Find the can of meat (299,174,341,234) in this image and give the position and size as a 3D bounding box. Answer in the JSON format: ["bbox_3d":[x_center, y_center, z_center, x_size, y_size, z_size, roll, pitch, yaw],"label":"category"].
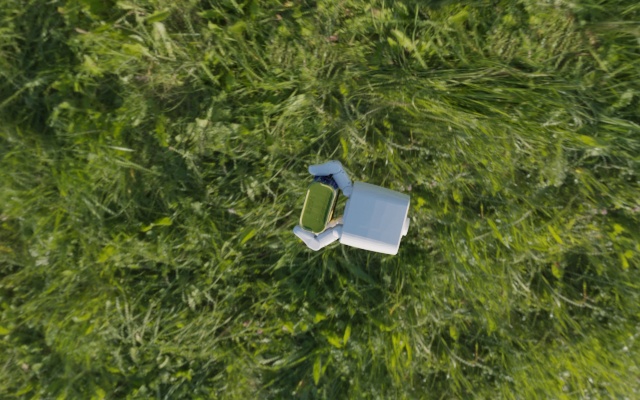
[{"bbox_3d":[0.000,0.003,0.887,0.057,0.102,0.084,17,18,4],"label":"can of meat"}]
